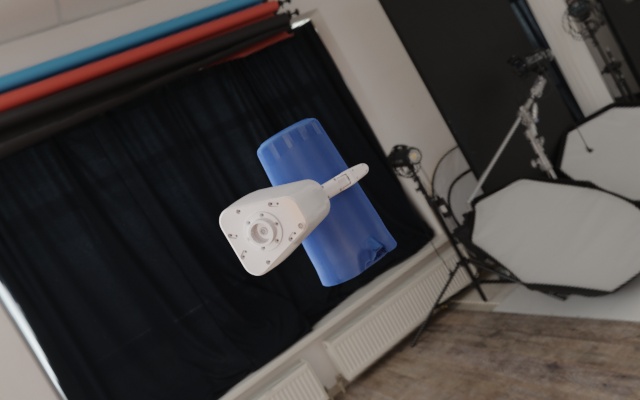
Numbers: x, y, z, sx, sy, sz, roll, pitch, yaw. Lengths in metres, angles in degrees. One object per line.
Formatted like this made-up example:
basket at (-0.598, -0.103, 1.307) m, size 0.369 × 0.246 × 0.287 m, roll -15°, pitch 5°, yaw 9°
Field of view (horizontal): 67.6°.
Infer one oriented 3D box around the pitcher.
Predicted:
pitcher at (0.000, 0.002, 0.753) m, size 0.149 × 0.243 × 0.145 m, roll -29°, pitch 3°, yaw 20°
